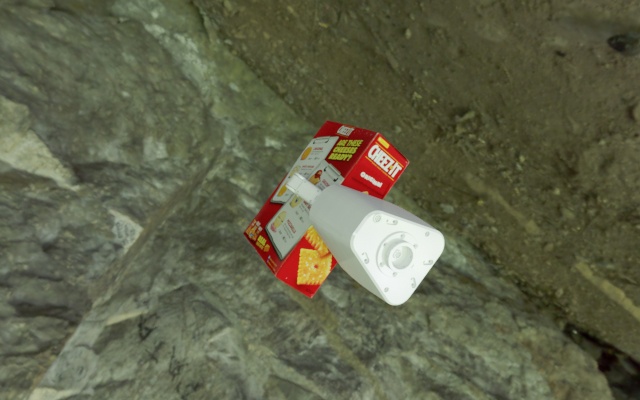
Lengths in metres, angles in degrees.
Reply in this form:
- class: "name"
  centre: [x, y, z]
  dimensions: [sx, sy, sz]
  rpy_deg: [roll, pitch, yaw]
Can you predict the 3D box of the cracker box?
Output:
- class: "cracker box"
  centre: [0.000, 0.002, 0.652]
  dimensions: [0.072, 0.213, 0.164]
  rpy_deg: [38, -2, -27]
